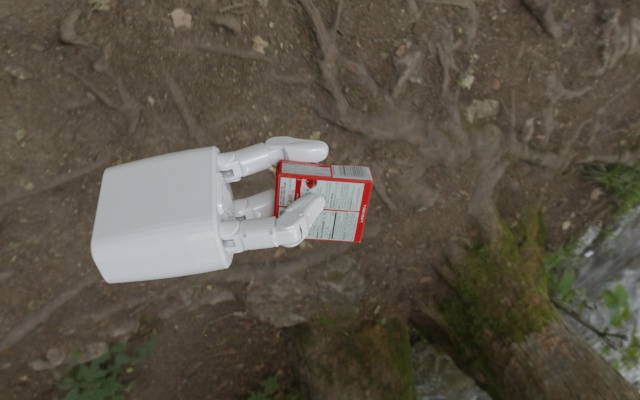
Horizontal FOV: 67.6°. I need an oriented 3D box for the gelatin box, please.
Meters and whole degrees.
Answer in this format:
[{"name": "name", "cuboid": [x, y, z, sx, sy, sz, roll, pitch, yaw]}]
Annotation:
[{"name": "gelatin box", "cuboid": [0.000, 0.002, 0.456, 0.089, 0.073, 0.030, 4, 34, -5]}]
